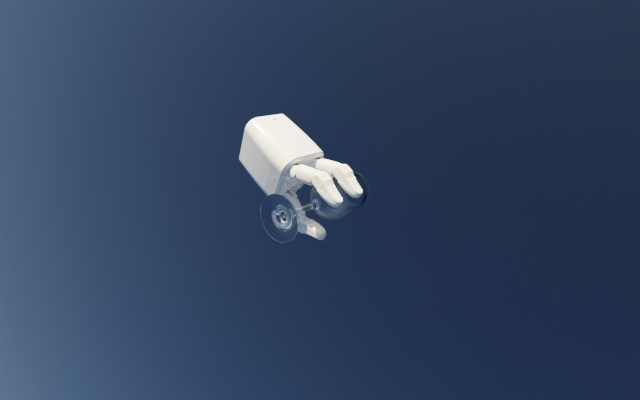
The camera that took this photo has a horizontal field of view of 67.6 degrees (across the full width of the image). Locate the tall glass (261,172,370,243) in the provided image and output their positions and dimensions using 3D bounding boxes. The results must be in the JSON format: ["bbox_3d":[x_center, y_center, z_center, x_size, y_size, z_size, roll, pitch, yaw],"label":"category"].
[{"bbox_3d":[0.000,0.003,0.767,0.079,0.079,0.201,0,13,39],"label":"tall glass"}]
